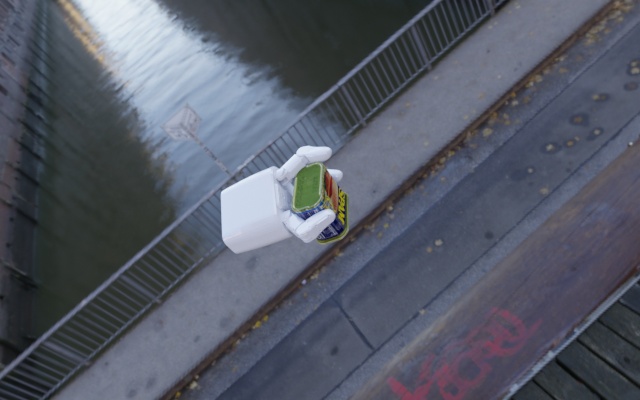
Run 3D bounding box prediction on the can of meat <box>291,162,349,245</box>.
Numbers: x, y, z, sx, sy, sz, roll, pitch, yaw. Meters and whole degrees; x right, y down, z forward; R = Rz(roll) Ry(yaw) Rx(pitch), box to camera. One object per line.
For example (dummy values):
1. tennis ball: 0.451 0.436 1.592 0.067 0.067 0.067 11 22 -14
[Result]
1. can of meat: 0.000 0.002 0.743 0.057 0.102 0.084 -19 -48 22
